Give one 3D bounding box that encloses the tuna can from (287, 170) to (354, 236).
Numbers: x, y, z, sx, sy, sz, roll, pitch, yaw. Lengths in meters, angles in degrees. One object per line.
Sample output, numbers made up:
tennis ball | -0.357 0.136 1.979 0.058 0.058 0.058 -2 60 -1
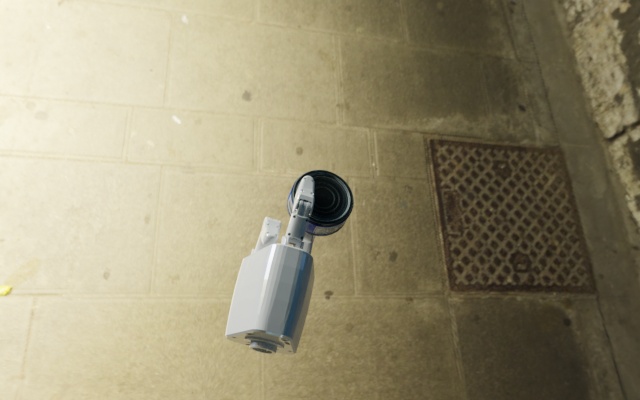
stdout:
tuna can | 0.000 0.002 0.636 0.086 0.086 0.034 0 -28 -15
